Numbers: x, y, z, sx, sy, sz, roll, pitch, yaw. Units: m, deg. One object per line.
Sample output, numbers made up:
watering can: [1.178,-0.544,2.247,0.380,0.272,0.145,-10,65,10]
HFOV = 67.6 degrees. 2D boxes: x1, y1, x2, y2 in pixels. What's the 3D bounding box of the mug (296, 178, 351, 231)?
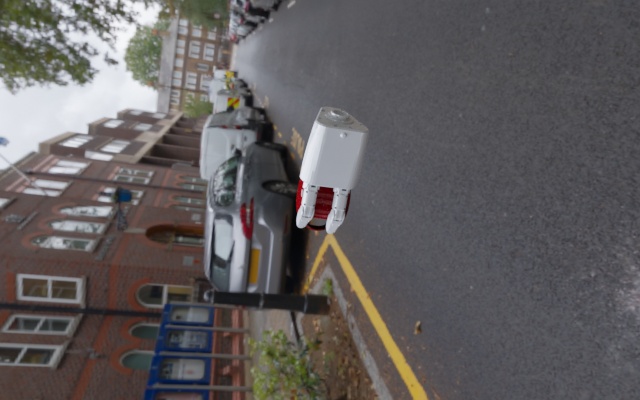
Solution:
mug: [0.000,0.004,0.884,0.081,0.117,0.093,8,27,-14]
